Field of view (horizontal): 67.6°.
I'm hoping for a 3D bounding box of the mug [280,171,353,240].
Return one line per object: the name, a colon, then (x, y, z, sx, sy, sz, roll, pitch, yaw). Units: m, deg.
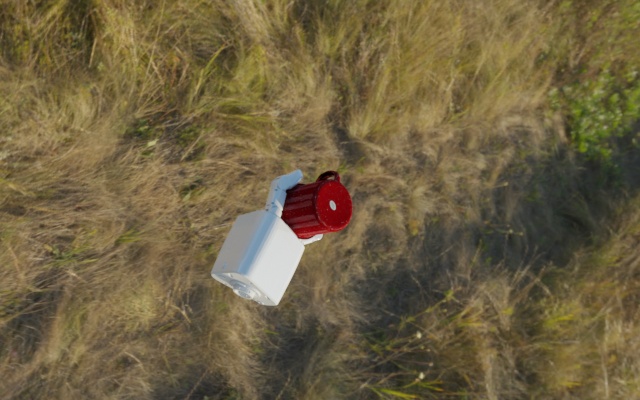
mug: (0.001, 0.001, 0.757, 0.093, 0.117, 0.081, 40, -31, -29)
